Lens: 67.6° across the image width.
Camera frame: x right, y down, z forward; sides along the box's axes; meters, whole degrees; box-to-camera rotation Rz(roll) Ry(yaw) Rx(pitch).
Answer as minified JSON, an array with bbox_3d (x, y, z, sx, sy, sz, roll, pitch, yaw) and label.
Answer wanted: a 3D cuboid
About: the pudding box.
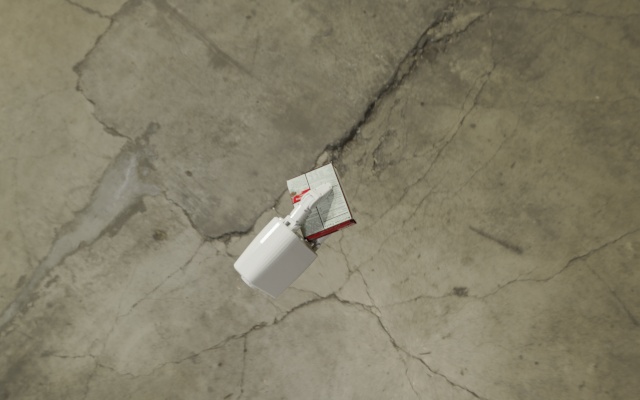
[{"bbox_3d":[0.000,0.003,0.806,0.090,0.113,0.039,-21,-18,6],"label":"pudding box"}]
